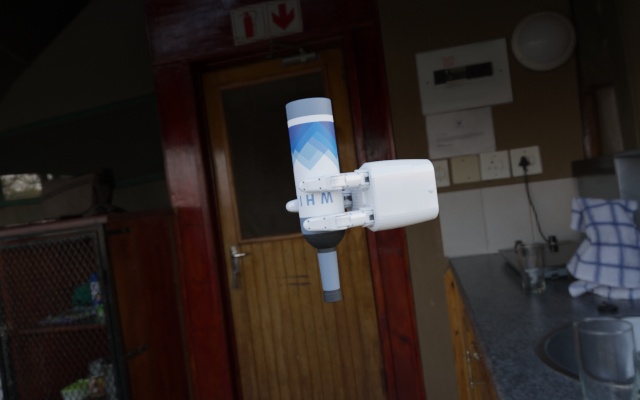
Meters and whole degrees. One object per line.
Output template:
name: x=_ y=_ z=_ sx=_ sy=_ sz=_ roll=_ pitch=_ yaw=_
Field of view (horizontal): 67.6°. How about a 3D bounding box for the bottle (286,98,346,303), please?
bottle: x=0.000 y=0.002 z=0.705 sx=0.069 sy=0.295 sz=0.069 roll=-7 pitch=1 yaw=0
